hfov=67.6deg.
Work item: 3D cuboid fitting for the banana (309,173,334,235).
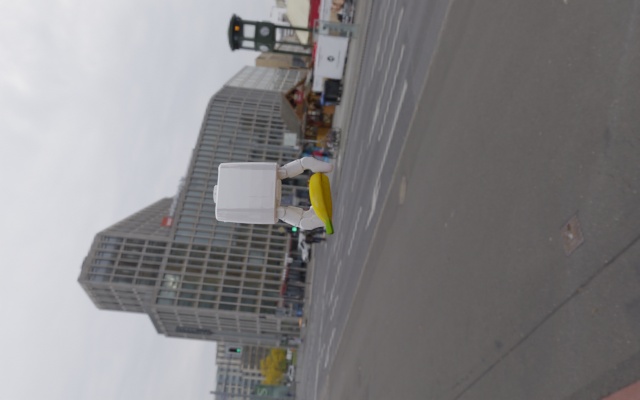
[{"bbox_3d":[-0.001,-0.013,0.850,0.037,0.070,0.197,-3,25,-1],"label":"banana"}]
